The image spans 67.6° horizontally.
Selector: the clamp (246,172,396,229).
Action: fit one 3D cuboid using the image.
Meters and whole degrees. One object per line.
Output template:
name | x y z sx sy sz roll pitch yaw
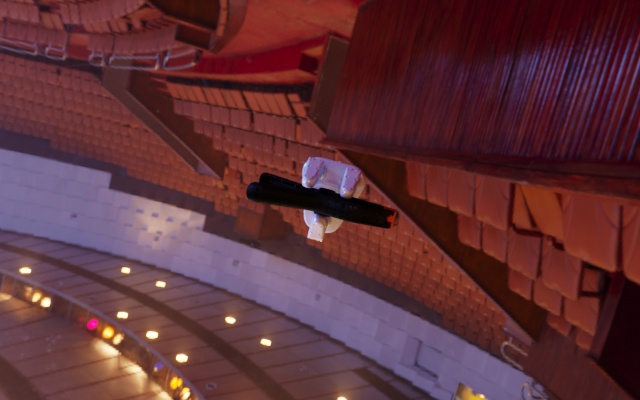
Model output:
clamp | 0.000 0.003 0.655 0.210 0.036 0.164 15 9 3
